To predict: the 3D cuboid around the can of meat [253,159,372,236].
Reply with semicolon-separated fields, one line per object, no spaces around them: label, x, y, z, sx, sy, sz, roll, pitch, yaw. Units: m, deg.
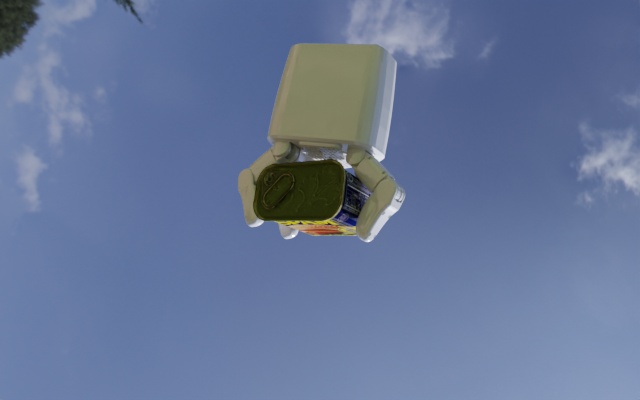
can of meat;0.000;0.002;0.472;0.102;0.057;0.084;-2;-16;34
